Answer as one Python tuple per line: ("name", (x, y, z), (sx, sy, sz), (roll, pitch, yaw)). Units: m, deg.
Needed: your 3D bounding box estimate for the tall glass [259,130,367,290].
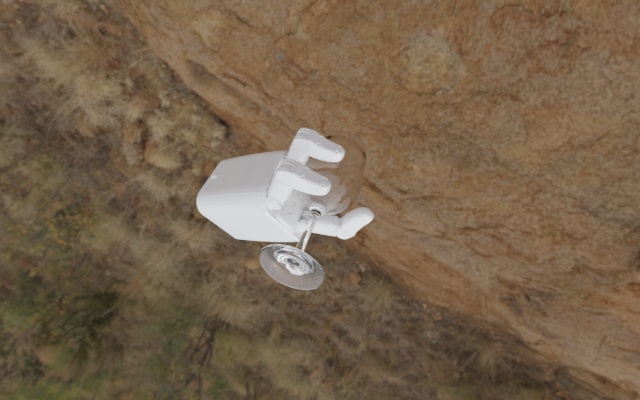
("tall glass", (0.000, 0.002, 0.564), (0.079, 0.201, 0.079), (14, -41, 12))
